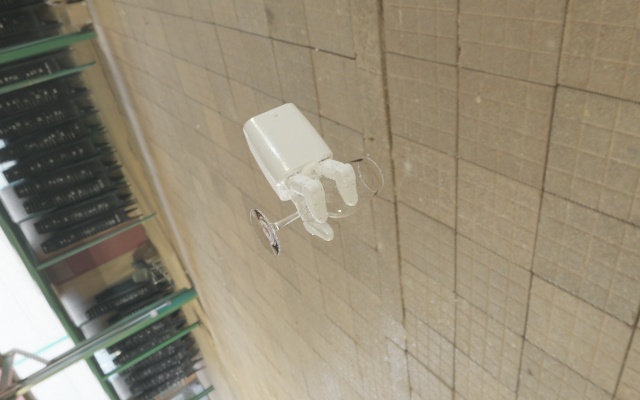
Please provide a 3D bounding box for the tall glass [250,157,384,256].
[{"bbox_3d":[0.000,0.003,0.710,0.201,0.079,0.079,-28,13,-26],"label":"tall glass"}]
